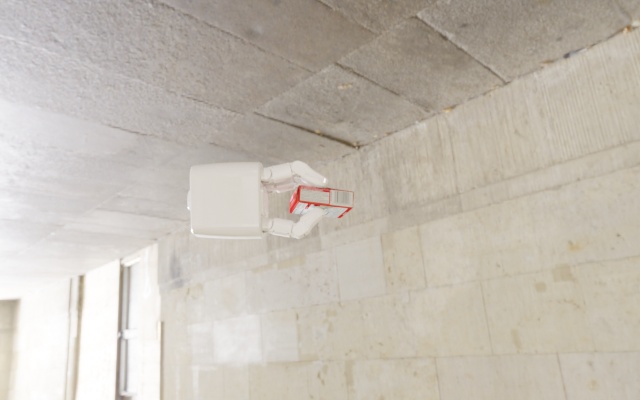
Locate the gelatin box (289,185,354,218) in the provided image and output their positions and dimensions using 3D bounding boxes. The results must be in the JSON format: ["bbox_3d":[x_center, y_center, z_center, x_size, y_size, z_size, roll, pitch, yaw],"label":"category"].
[{"bbox_3d":[0.000,0.003,0.751,0.089,0.030,0.073,7,-16,-11],"label":"gelatin box"}]
